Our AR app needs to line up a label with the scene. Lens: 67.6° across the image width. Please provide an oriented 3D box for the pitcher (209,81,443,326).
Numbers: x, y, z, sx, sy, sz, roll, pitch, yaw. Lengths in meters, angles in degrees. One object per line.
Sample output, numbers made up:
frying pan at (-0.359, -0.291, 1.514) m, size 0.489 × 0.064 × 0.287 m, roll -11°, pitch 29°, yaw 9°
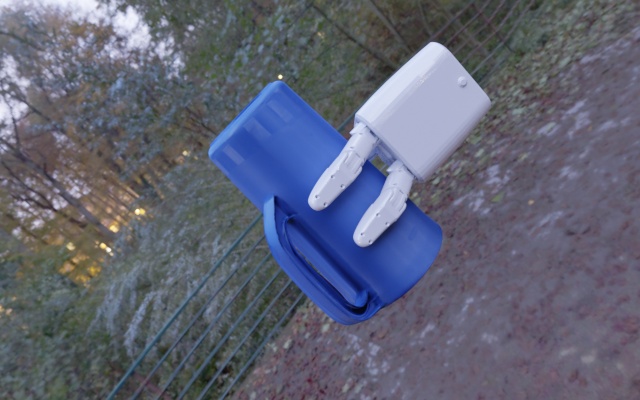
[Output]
pitcher at (0.000, 0.001, 0.501) m, size 0.243 × 0.145 × 0.149 m, roll 44°, pitch 1°, yaw -13°
